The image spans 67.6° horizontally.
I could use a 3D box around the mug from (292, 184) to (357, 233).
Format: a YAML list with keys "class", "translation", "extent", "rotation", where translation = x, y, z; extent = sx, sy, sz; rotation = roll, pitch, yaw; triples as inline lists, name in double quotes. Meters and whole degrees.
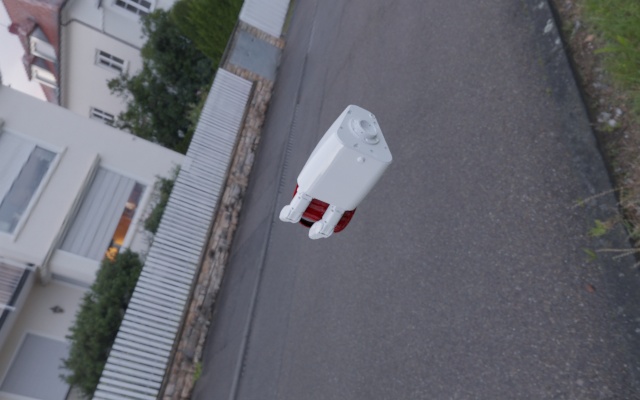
- class: "mug"
  translation: [-0.001, 0.003, 0.779]
  extent: [0.081, 0.093, 0.117]
  rotation: [22, -48, -19]
